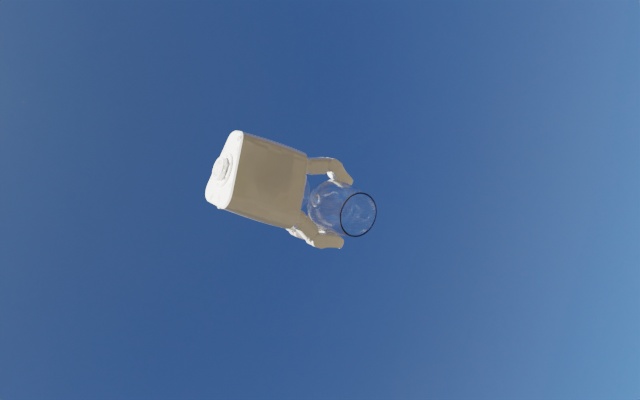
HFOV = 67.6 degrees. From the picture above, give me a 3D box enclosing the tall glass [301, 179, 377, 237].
[{"bbox_3d":[0.000,0.002,0.727,0.079,0.079,0.201,0,10,-32],"label":"tall glass"}]
